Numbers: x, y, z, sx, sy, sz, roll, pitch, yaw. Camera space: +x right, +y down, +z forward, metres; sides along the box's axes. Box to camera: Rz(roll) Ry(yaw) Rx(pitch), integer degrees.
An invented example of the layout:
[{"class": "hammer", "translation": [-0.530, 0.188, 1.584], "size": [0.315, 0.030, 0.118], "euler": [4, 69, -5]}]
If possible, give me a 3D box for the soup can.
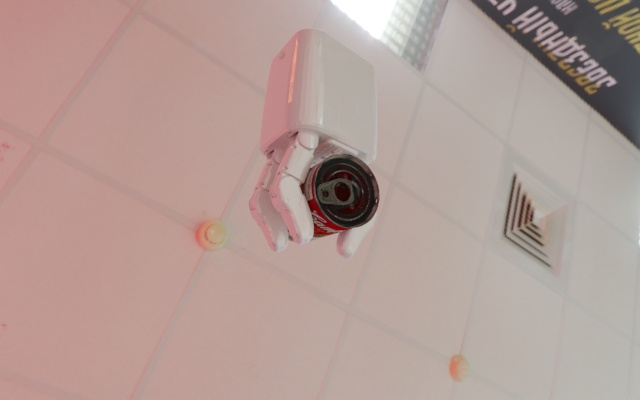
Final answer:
[{"class": "soup can", "translation": [0.000, 0.002, 0.463], "size": [0.068, 0.068, 0.102], "euler": [0, -12, -30]}]
